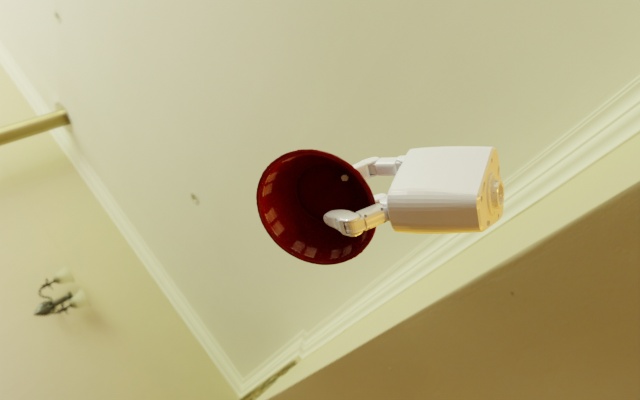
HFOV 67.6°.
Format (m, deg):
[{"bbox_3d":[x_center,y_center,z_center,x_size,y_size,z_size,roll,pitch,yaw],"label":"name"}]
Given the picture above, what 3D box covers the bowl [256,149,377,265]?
[{"bbox_3d":[-0.001,0.002,0.625,0.162,0.162,0.055,0,24,19],"label":"bowl"}]
